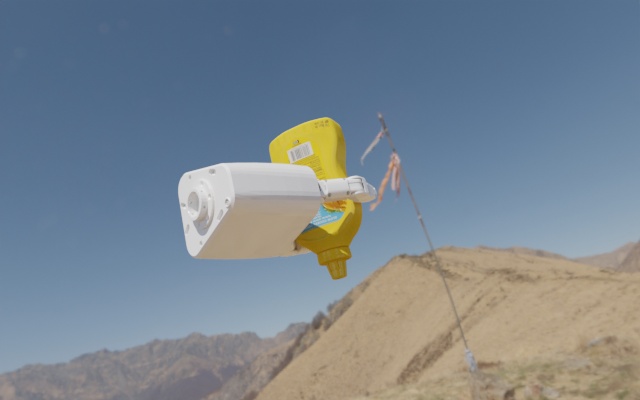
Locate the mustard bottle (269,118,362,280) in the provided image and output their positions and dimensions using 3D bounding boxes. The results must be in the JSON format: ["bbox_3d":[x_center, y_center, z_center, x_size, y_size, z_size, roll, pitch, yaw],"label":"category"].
[{"bbox_3d":[0.000,0.002,0.586,0.096,0.191,0.058,-20,-17,21],"label":"mustard bottle"}]
